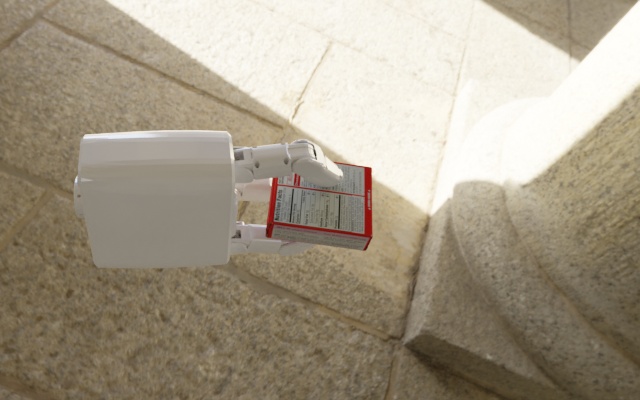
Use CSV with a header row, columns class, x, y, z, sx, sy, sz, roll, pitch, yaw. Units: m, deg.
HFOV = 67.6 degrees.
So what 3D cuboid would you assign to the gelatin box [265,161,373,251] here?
class,x,y,z,sx,sy,sz,roll,pitch,yaw
gelatin box,0.000,0.001,0.417,0.089,0.073,0.030,7,-34,-7
